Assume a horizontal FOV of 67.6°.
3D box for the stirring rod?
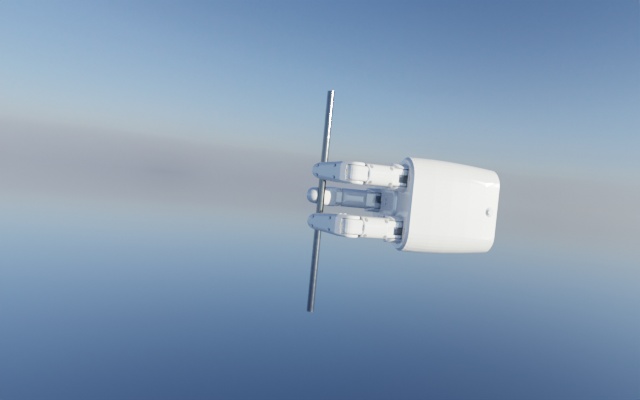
[{"bbox_3d":[0.000,0.002,0.520,0.011,0.239,0.011,5,2,0],"label":"stirring rod"}]
